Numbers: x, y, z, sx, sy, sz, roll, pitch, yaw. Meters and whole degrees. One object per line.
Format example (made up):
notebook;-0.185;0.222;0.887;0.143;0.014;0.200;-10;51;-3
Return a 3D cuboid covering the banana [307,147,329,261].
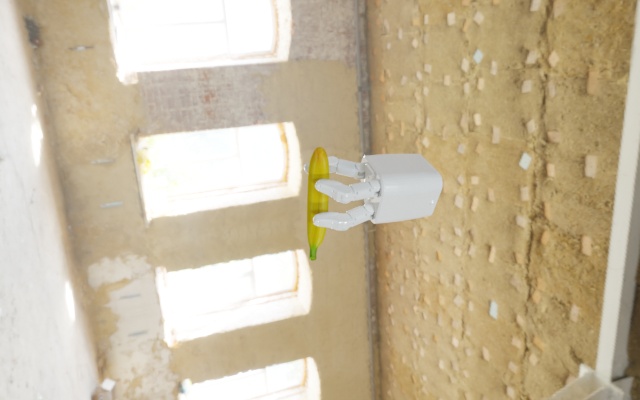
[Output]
banana;-0.003;-0.001;0.805;0.037;0.198;0.069;-1;22;-8
